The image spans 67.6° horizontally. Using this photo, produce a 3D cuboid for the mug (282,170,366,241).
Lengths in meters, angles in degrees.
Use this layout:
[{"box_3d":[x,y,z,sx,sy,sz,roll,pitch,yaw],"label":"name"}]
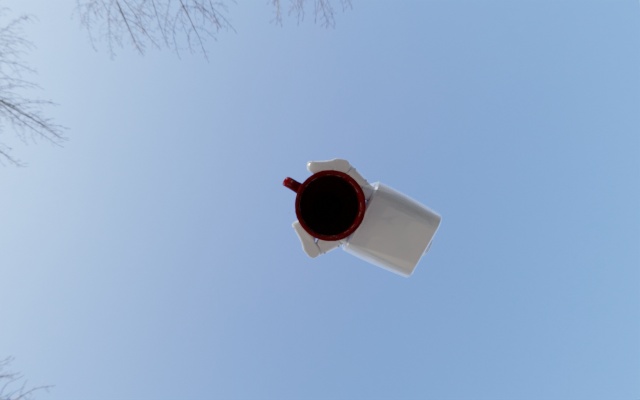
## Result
[{"box_3d":[-0.001,0.002,0.659,0.117,0.093,0.081,27,-3,-2],"label":"mug"}]
